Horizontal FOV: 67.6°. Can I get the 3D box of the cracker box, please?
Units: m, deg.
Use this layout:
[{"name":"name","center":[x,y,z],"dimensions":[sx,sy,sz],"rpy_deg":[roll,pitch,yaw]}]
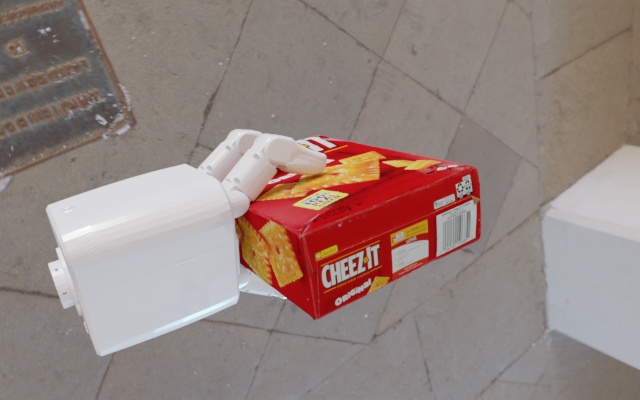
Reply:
[{"name":"cracker box","center":[0.000,0.002,0.414],"dimensions":[0.164,0.072,0.213],"rpy_deg":[-20,24,-29]}]
